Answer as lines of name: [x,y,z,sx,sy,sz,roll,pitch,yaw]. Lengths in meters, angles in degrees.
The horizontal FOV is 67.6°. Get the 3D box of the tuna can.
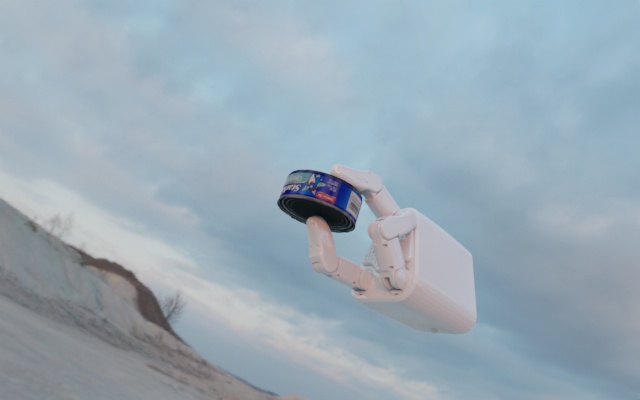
tuna can: [0.000,0.001,0.503,0.086,0.033,0.086,17,-20,6]
